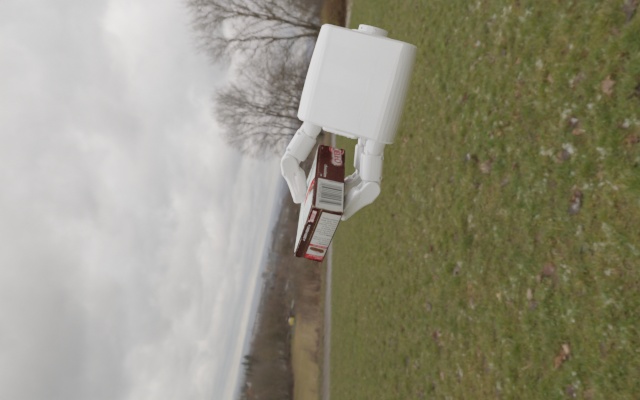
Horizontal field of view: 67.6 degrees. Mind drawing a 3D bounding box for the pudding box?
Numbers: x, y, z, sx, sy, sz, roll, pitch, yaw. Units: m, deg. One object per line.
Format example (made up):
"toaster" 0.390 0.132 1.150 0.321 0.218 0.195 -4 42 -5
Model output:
"pudding box" 0.000 0.002 0.570 0.039 0.090 0.113 14 43 -6
